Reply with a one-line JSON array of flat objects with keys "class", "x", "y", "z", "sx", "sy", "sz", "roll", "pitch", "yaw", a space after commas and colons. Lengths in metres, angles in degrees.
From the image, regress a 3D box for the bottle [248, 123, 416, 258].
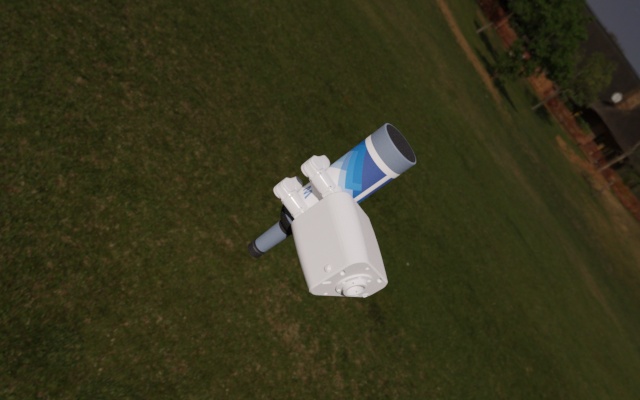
[{"class": "bottle", "x": 0.000, "y": 0.002, "z": 0.696, "sx": 0.296, "sy": 0.069, "sz": 0.069, "roll": -36, "pitch": -18, "yaw": 27}]
